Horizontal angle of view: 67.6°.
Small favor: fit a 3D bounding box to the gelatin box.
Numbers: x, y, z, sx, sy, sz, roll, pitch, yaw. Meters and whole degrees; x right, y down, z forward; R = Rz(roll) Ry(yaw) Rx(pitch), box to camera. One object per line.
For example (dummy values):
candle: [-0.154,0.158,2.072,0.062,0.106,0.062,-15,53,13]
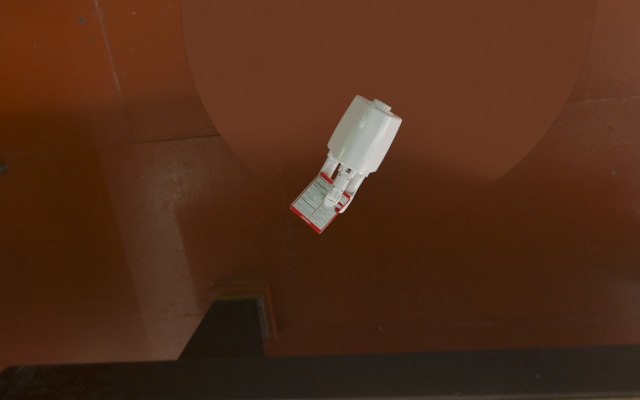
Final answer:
gelatin box: [0.000,0.003,0.869,0.073,0.089,0.030,41,11,-6]
